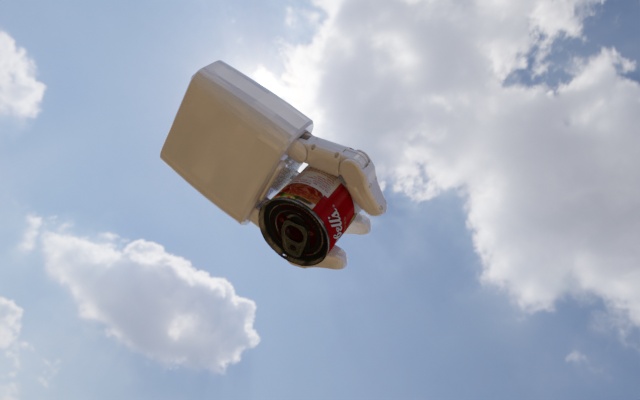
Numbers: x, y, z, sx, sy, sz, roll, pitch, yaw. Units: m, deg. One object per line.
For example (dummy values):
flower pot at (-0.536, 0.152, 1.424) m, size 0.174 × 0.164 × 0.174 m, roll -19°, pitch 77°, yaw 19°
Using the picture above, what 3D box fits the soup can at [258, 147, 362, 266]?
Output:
soup can at (0.001, 0.001, 0.430) m, size 0.068 × 0.068 × 0.102 m, roll 0°, pitch 31°, yaw 33°
